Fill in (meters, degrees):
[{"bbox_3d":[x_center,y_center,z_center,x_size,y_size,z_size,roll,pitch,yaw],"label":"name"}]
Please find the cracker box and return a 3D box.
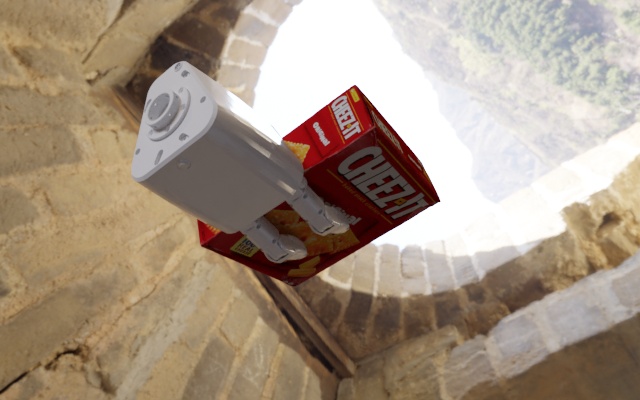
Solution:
[{"bbox_3d":[0.000,0.002,0.519,0.214,0.072,0.164,-32,-39,19],"label":"cracker box"}]
